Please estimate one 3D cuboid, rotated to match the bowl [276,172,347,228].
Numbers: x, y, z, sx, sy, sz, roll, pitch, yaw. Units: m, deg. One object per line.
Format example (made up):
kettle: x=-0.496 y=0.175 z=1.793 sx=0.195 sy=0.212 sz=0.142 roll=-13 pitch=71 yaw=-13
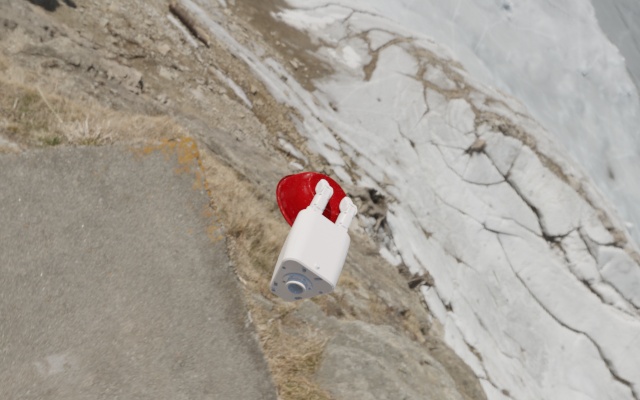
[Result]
bowl: x=0.000 y=0.002 z=0.870 sx=0.162 sy=0.162 sz=0.055 roll=0 pitch=-35 yaw=-47
